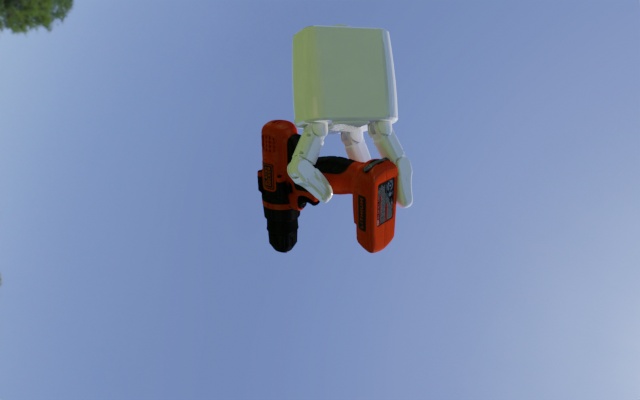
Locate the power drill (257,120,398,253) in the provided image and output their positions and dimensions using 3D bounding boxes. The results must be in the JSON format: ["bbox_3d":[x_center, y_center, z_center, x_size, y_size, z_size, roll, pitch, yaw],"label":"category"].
[{"bbox_3d":[0.000,0.002,0.592,0.187,0.184,0.057,16,30,34],"label":"power drill"}]
